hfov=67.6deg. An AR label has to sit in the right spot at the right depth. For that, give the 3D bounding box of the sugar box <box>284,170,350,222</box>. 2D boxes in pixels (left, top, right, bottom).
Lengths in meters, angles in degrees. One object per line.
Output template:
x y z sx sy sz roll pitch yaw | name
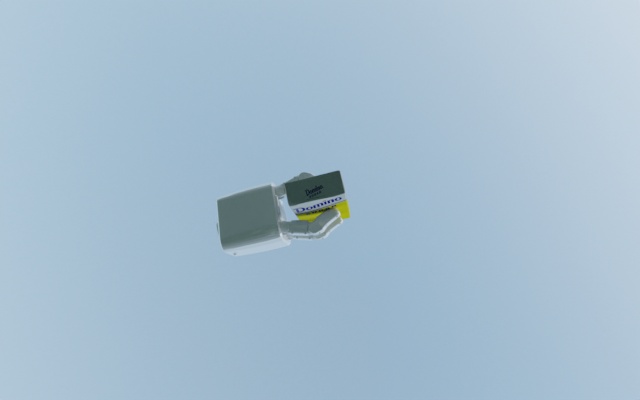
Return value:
0.000 0.003 0.822 0.093 0.048 0.176 -14 -13 4 | sugar box
